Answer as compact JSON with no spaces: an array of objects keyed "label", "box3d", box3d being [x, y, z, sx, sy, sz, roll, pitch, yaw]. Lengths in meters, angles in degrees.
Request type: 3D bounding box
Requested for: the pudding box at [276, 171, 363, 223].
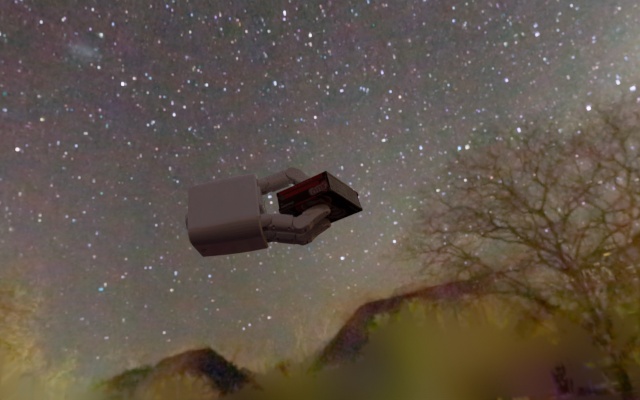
[{"label":"pudding box","box3d":[0.000,0.002,0.734,0.090,0.039,0.113,-22,-24,23]}]
